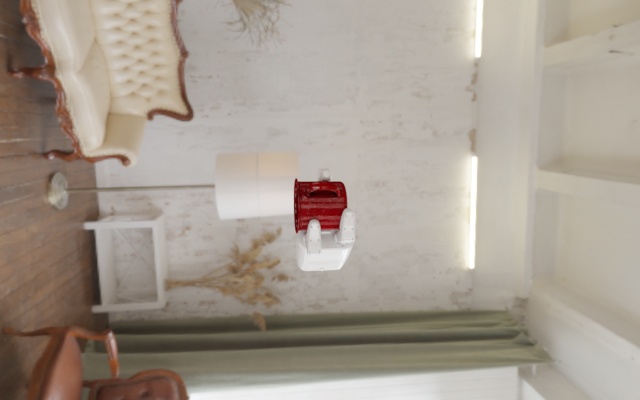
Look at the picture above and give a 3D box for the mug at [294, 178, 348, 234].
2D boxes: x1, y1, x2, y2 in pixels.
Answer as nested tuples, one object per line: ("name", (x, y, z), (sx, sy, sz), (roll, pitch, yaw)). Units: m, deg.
("mug", (0.000, 0.002, 0.787), (0.081, 0.093, 0.117), (-1, -30, -8))
